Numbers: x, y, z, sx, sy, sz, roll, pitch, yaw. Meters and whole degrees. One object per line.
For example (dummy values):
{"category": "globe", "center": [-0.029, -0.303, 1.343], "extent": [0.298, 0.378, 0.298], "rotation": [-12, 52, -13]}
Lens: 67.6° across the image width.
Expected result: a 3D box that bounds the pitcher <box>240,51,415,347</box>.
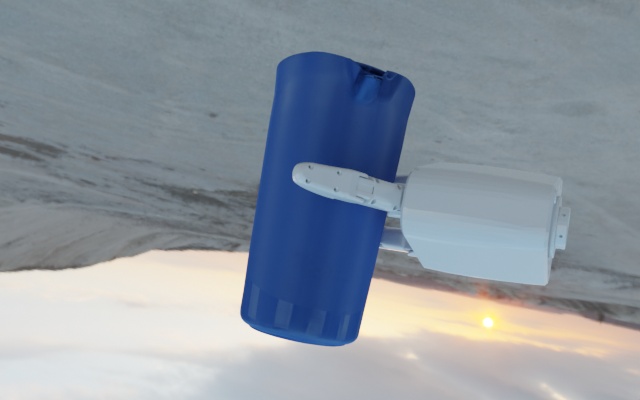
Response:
{"category": "pitcher", "center": [0.000, 0.001, 0.450], "extent": [0.145, 0.243, 0.149], "rotation": [7, -8, 29]}
